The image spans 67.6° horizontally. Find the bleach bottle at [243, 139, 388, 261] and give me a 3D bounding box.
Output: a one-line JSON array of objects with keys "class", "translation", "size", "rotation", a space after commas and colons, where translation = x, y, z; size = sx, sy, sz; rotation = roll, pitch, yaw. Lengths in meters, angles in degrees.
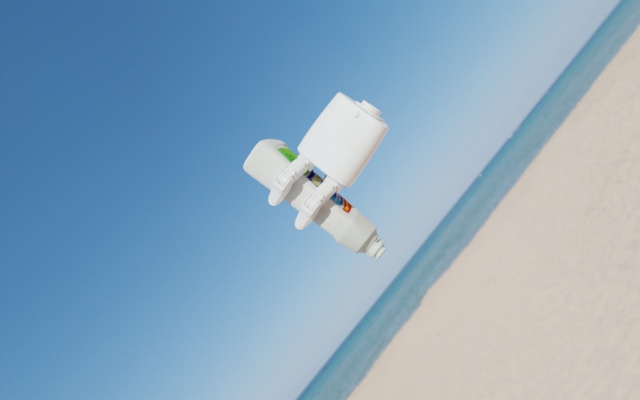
[{"class": "bleach bottle", "translation": [0.000, 0.002, 0.749], "size": [0.251, 0.068, 0.102], "rotation": [39, 14, 12]}]
